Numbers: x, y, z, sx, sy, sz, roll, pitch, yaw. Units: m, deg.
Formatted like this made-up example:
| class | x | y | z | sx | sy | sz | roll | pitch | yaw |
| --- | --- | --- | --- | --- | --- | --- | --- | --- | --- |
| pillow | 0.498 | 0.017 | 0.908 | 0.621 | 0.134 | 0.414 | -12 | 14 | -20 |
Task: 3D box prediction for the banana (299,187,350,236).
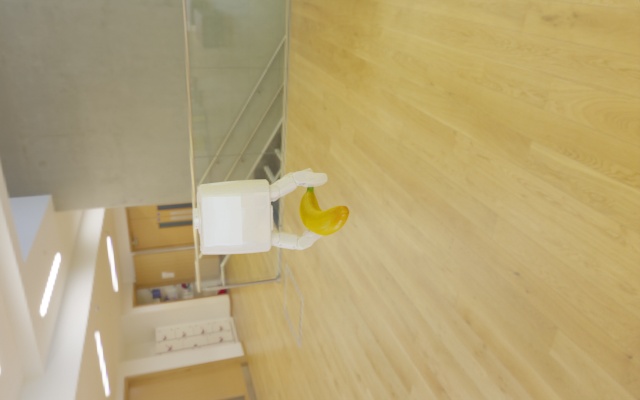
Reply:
| class | x | y | z | sx | sy | sz | roll | pitch | yaw |
| --- | --- | --- | --- | --- | --- | --- | --- | --- | --- |
| banana | -0.002 | 0.020 | 0.749 | 0.037 | 0.070 | 0.197 | -1 | 14 | -18 |
